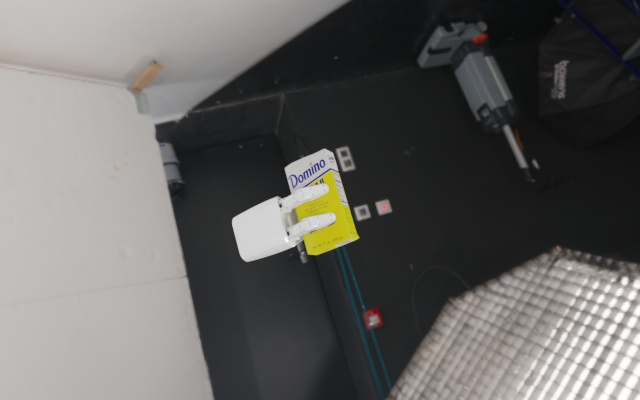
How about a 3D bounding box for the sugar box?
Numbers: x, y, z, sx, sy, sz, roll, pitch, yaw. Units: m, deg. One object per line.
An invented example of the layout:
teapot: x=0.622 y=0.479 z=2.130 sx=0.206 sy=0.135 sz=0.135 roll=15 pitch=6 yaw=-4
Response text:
sugar box: x=0.000 y=0.003 z=0.883 sx=0.093 sy=0.176 sz=0.048 roll=-23 pitch=-14 yaw=21
